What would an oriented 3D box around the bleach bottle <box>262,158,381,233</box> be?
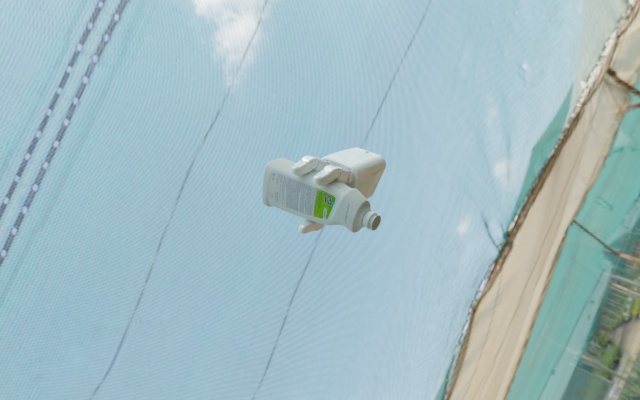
[{"bbox_3d":[0.000,0.003,0.893,0.250,0.103,0.068,25,32,33],"label":"bleach bottle"}]
